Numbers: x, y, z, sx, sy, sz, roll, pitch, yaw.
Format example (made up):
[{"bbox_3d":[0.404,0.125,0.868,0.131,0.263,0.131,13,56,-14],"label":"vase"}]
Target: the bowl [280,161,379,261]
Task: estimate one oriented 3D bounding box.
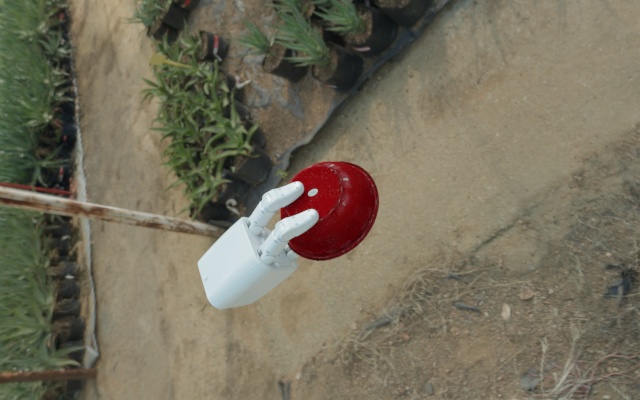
[{"bbox_3d":[0.001,0.001,0.690,0.162,0.162,0.055,0,-25,29],"label":"bowl"}]
